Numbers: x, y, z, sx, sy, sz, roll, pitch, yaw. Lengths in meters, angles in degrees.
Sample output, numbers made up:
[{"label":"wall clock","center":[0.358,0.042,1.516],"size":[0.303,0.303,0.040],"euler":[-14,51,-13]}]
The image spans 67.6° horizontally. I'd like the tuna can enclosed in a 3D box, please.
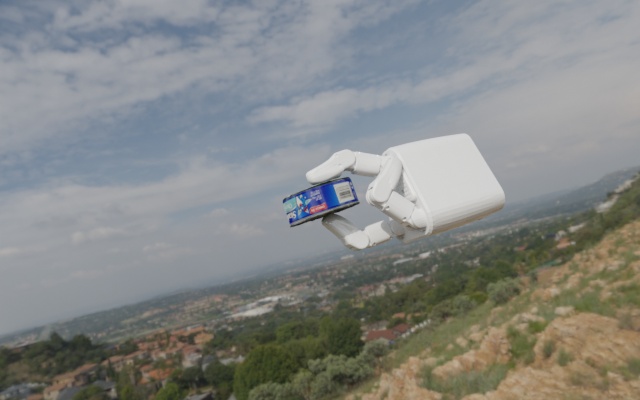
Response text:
[{"label":"tuna can","center":[0.000,0.001,0.554],"size":[0.086,0.034,0.086],"euler":[-19,-4,-1]}]
